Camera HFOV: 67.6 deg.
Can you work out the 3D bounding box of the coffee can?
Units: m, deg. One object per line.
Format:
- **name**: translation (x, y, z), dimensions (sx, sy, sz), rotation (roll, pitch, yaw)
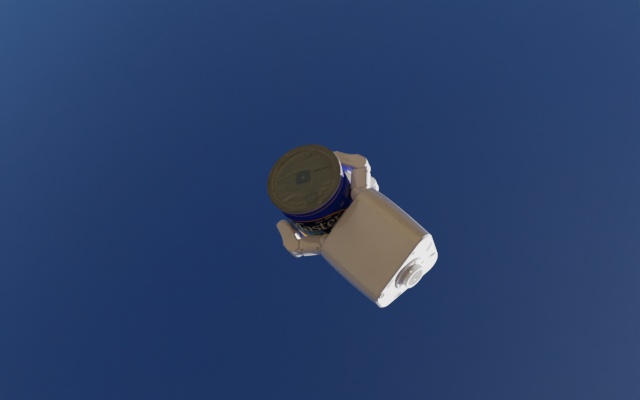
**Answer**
- **coffee can**: translation (0.000, 0.002, 0.673), dimensions (0.103, 0.102, 0.140), rotation (0, -28, 22)
